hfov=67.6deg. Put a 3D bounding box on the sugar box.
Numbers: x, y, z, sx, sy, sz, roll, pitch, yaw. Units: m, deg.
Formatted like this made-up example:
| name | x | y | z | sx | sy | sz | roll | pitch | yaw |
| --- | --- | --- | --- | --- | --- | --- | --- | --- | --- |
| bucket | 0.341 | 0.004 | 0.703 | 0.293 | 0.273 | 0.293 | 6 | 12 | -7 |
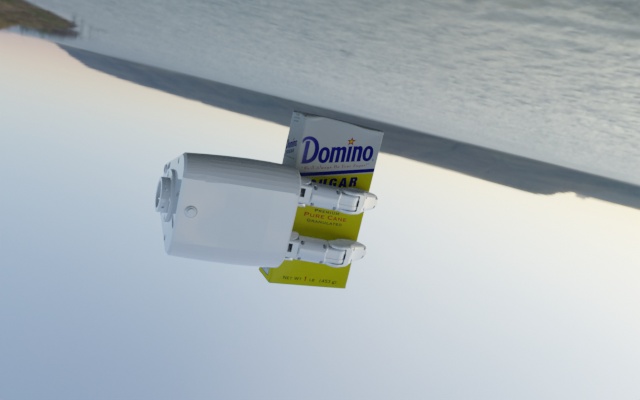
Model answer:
| name | x | y | z | sx | sy | sz | roll | pitch | yaw |
| --- | --- | --- | --- | --- | --- | --- | --- | --- | --- |
| sugar box | 0.000 | 0.002 | 0.505 | 0.093 | 0.176 | 0.048 | 8 | 12 | -25 |
